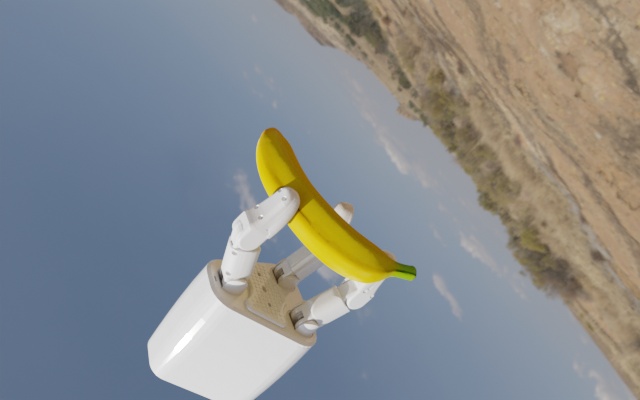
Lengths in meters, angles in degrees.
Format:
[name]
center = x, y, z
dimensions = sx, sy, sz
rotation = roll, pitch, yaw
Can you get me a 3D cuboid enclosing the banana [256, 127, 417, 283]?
[banana]
center = -0.008, 0.003, 0.403
dimensions = 0.197, 0.037, 0.069
rotation = 48, 22, 23
